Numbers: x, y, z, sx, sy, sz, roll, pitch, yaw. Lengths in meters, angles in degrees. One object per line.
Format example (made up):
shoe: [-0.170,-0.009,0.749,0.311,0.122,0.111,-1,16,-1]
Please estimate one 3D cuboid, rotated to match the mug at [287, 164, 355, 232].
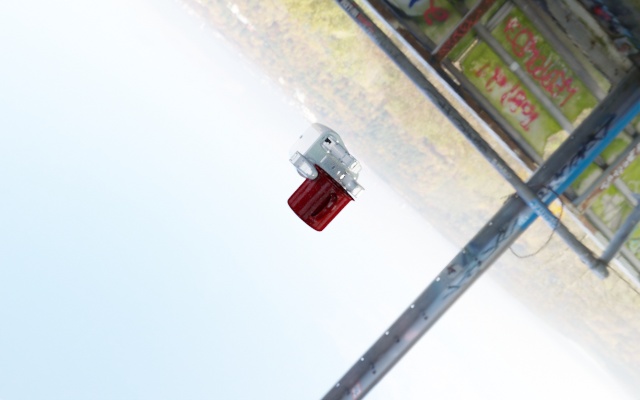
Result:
mug: [0.000,0.003,0.791,0.093,0.081,0.117,40,7,-21]
